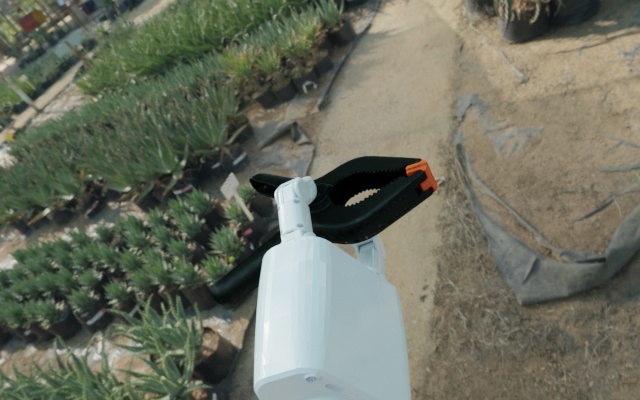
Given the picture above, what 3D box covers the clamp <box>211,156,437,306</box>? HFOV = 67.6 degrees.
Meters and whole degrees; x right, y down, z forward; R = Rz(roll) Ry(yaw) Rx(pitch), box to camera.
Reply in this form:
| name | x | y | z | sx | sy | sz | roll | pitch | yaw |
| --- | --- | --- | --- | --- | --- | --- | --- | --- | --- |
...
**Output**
| name | x | y | z | sx | sy | sz | roll | pitch | yaw |
| --- | --- | --- | --- | --- | --- | --- | --- | --- | --- |
| clamp | 0.000 | 0.001 | 0.442 | 0.210 | 0.036 | 0.164 | -22 | 37 | 18 |
